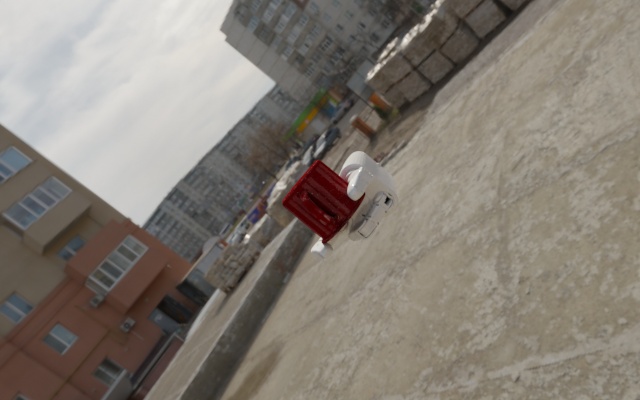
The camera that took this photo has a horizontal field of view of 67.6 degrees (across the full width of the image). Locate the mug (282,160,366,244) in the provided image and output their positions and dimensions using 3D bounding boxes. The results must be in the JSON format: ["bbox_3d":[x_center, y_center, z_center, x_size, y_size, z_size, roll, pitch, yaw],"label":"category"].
[{"bbox_3d":[0.000,0.002,0.646,0.081,0.093,0.117,40,17,-5],"label":"mug"}]
